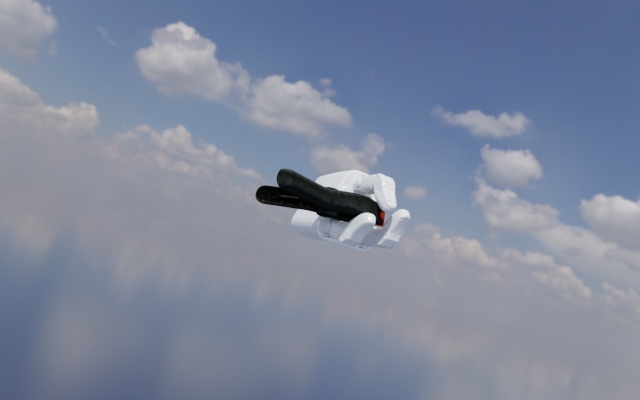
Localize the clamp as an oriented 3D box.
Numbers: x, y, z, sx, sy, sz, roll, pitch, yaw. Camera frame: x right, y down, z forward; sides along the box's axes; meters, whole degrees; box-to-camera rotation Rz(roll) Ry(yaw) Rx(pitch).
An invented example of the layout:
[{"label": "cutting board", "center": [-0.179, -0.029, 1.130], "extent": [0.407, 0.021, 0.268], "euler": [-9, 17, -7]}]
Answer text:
[{"label": "clamp", "center": [0.000, 0.001, 0.617], "extent": [0.171, 0.039, 0.120], "euler": [20, -11, -25]}]
